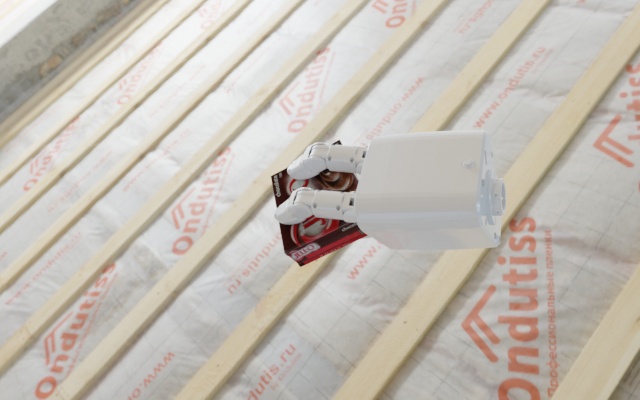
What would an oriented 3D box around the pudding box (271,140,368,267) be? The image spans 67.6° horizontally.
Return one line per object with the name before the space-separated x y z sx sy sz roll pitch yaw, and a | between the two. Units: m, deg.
pudding box | 0.000 0.002 0.500 0.090 0.113 0.039 -26 -45 12
